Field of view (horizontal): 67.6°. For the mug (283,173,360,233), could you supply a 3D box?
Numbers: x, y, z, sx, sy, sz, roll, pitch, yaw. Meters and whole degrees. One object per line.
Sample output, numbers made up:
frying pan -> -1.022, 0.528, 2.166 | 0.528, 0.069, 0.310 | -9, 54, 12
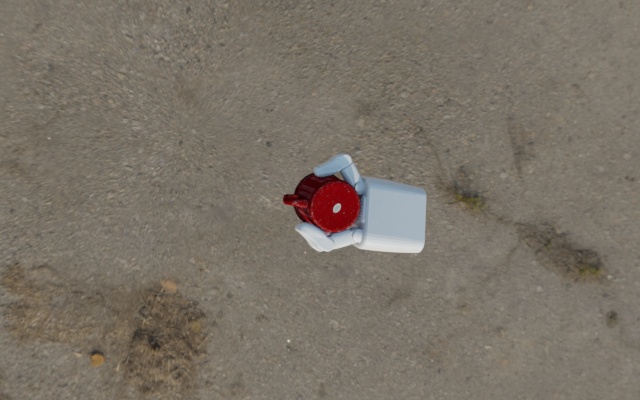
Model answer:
mug -> -0.001, 0.002, 0.741 | 0.117, 0.093, 0.081 | 7, 6, -18
